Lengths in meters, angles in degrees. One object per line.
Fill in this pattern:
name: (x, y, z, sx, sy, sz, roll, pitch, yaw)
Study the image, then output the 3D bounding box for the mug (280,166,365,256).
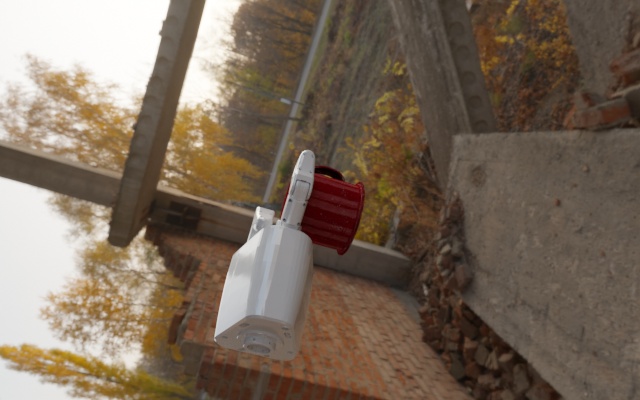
mug: (0.000, 0.001, 0.582, 0.081, 0.117, 0.093, 16, -38, -9)
